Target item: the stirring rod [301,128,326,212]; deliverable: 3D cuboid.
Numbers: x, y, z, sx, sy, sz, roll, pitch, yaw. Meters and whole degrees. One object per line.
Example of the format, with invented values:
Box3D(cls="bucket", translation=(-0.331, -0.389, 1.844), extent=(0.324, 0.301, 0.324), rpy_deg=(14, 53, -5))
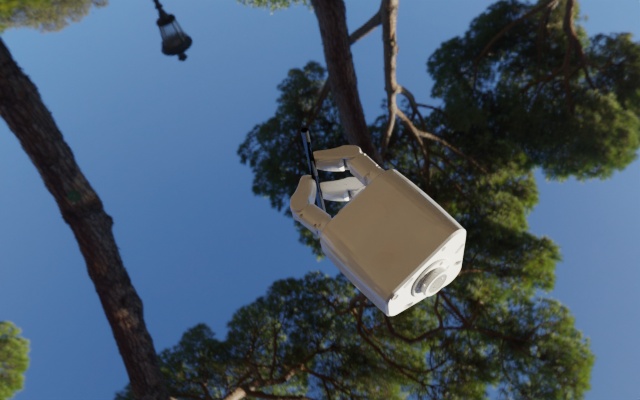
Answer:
Box3D(cls="stirring rod", translation=(0.000, 0.002, 0.599), extent=(0.011, 0.011, 0.240), rpy_deg=(0, -40, 11))
